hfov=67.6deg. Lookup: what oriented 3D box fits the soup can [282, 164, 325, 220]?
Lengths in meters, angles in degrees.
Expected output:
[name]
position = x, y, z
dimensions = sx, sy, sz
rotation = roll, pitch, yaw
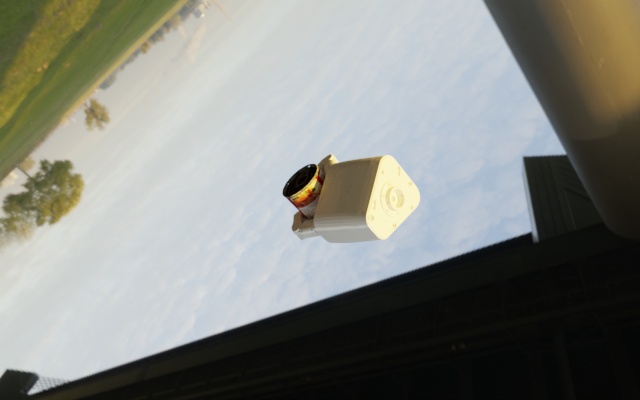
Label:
[soup can]
position = 0.000, 0.003, 0.731
dimensions = 0.102, 0.068, 0.068
rotation = 47, -25, -26
